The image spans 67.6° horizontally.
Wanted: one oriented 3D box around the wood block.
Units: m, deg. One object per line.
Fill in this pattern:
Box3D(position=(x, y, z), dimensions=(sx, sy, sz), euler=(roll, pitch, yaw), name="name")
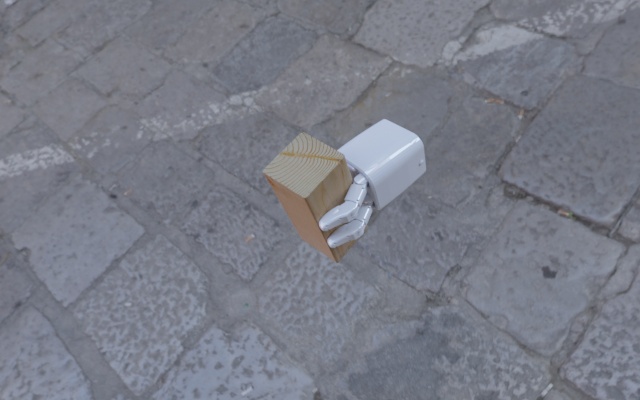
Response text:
Box3D(position=(0.000, 0.002, 0.762), dimensions=(0.090, 0.090, 0.206), euler=(33, -19, 32), name="wood block")
